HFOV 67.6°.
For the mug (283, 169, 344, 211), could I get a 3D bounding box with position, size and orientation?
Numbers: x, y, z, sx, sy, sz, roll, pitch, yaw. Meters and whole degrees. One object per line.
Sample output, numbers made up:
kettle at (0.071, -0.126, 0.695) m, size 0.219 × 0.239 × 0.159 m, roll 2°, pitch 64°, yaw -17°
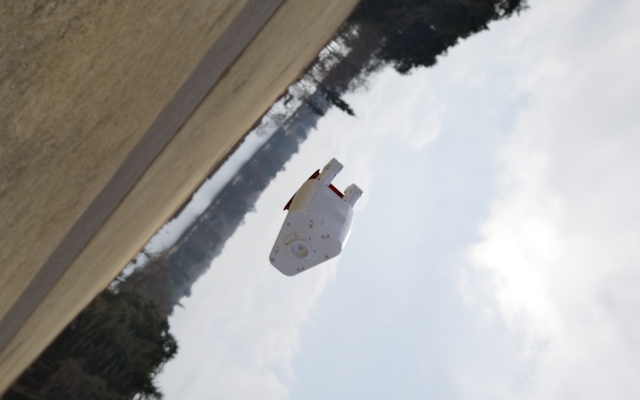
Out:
mug at (0.001, 0.002, 0.812) m, size 0.093 × 0.081 × 0.117 m, roll -45°, pitch 8°, yaw 27°
